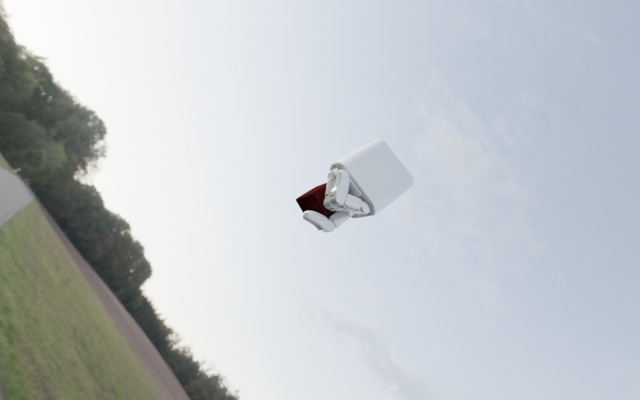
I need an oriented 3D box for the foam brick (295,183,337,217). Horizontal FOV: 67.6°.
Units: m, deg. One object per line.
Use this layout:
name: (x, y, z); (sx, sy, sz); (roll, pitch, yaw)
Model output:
foam brick: (0.000, 0.003, 0.874); (0.051, 0.053, 0.078); (-33, 8, -25)
